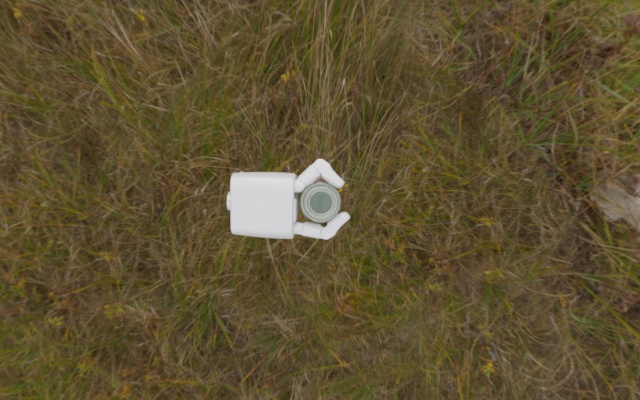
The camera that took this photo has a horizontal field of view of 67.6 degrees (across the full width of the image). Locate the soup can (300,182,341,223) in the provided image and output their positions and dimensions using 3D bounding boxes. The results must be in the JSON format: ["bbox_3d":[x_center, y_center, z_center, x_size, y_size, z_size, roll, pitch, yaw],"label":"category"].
[{"bbox_3d":[0.001,0.003,0.811,0.068,0.068,0.102,0,0,0],"label":"soup can"}]
